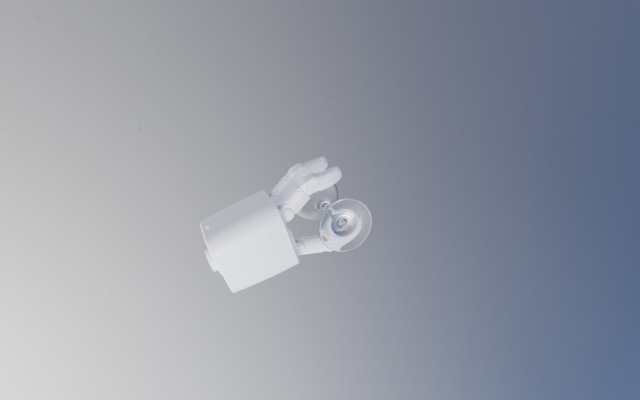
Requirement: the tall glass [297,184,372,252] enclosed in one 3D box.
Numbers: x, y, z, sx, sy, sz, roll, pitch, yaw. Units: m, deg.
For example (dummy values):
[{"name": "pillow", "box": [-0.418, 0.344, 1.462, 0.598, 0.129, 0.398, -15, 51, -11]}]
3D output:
[{"name": "tall glass", "box": [0.000, 0.003, 0.710, 0.079, 0.079, 0.201, 0, 18, -20]}]
